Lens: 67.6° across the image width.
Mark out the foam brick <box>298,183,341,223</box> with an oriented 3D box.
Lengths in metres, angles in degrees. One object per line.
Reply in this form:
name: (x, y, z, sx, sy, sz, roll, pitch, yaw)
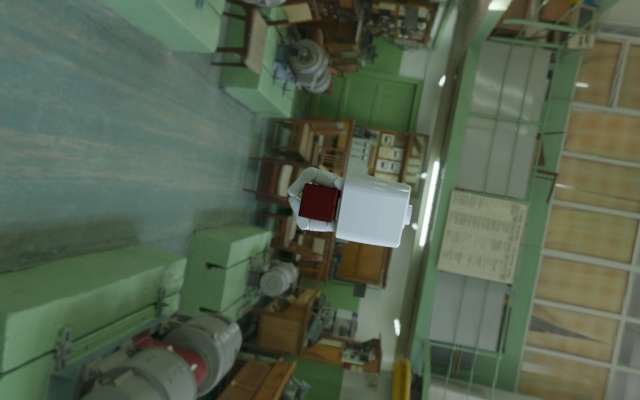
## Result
foam brick: (0.000, 0.003, 0.757, 0.051, 0.053, 0.078, 12, 4, 7)
